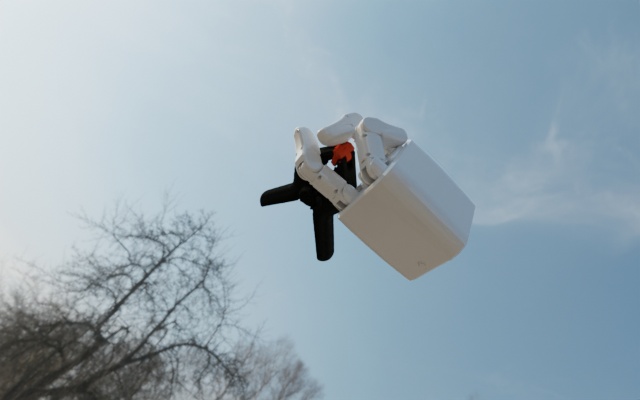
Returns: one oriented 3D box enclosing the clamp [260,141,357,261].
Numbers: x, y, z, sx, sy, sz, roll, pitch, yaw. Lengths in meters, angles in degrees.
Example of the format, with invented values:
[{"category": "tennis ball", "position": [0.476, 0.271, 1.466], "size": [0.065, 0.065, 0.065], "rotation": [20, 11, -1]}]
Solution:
[{"category": "clamp", "position": [0.000, 0.001, 0.565], "size": [0.039, 0.120, 0.171], "rotation": [-48, 2, -39]}]
